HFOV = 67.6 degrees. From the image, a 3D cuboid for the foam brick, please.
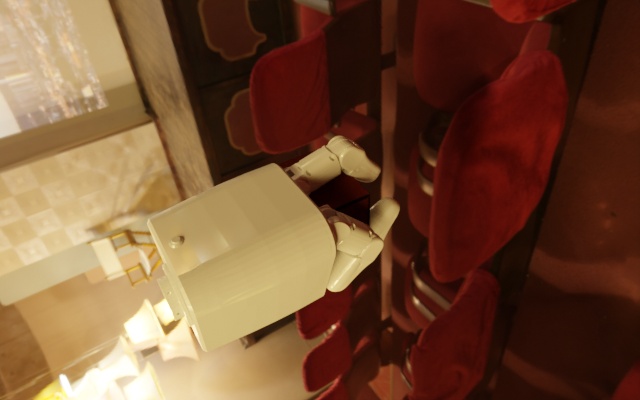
[{"bbox_3d":[0.000,0.001,0.410,0.051,0.053,0.078,-24,46,-21],"label":"foam brick"}]
